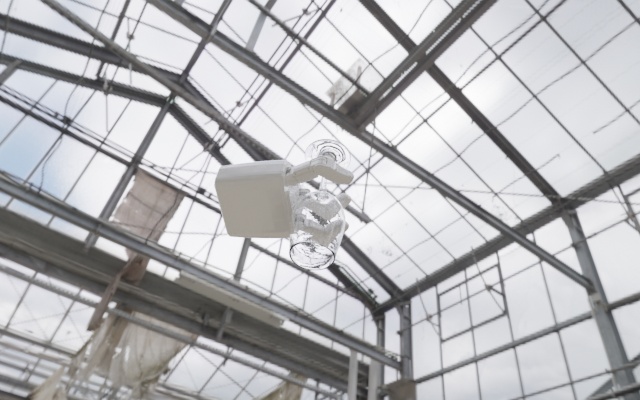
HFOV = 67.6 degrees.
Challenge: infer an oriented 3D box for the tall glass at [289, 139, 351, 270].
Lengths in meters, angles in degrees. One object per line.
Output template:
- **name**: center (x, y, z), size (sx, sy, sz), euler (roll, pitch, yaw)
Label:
- **tall glass**: center (0.000, 0.002, 0.694), size (0.079, 0.200, 0.079), euler (5, -43, 4)
